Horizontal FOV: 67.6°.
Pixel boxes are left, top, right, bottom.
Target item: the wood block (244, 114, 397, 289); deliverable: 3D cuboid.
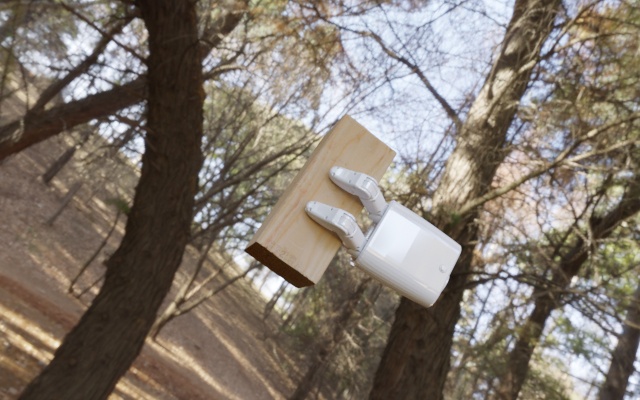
[{"bbox_3d":[0.000,0.002,0.624,0.090,0.206,0.091,37,-22,-7],"label":"wood block"}]
